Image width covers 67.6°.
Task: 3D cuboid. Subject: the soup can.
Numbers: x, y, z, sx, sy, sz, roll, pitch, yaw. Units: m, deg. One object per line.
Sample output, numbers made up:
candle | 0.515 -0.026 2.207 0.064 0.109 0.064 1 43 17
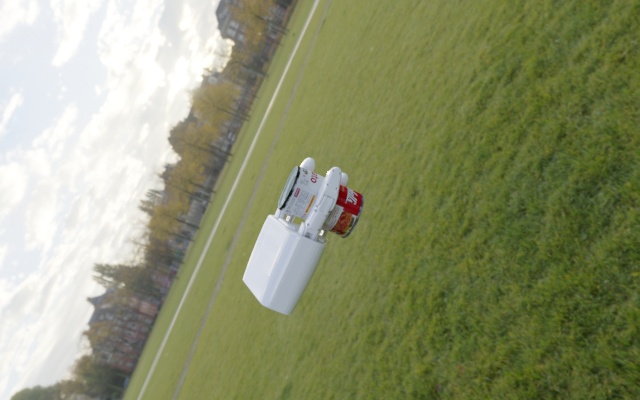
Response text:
soup can | 0.000 0.002 0.664 0.102 0.068 0.068 24 -6 -12
